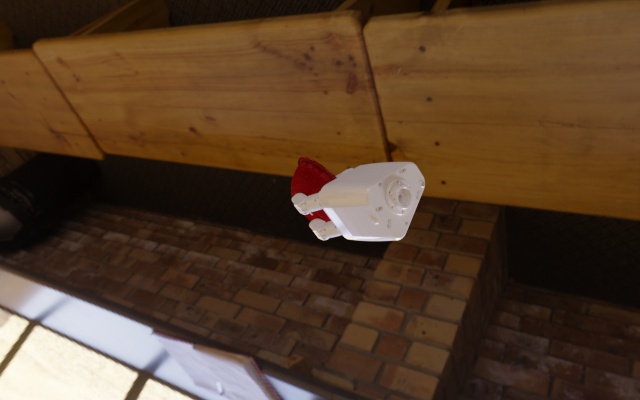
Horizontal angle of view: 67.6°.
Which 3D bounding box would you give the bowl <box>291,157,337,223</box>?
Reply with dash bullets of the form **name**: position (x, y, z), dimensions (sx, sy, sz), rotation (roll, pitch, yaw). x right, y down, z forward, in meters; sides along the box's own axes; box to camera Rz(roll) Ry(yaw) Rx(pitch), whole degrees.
- **bowl**: position (-0.001, 0.003, 0.826), dimensions (0.055, 0.162, 0.162), rotation (-43, 13, -14)
